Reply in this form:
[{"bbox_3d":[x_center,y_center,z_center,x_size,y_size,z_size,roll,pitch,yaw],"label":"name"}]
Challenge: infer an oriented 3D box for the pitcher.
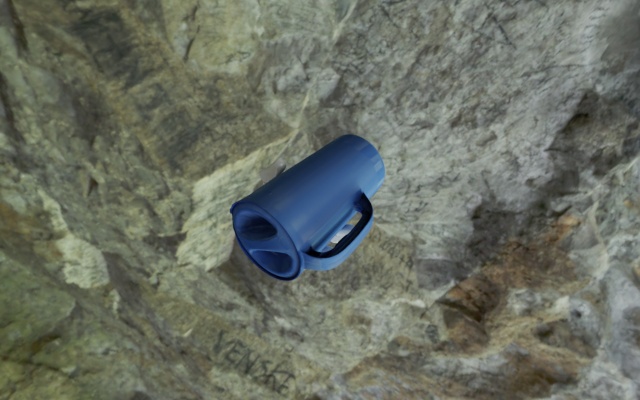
[{"bbox_3d":[0.000,0.002,0.714,0.242,0.149,0.145,-40,5,-36],"label":"pitcher"}]
